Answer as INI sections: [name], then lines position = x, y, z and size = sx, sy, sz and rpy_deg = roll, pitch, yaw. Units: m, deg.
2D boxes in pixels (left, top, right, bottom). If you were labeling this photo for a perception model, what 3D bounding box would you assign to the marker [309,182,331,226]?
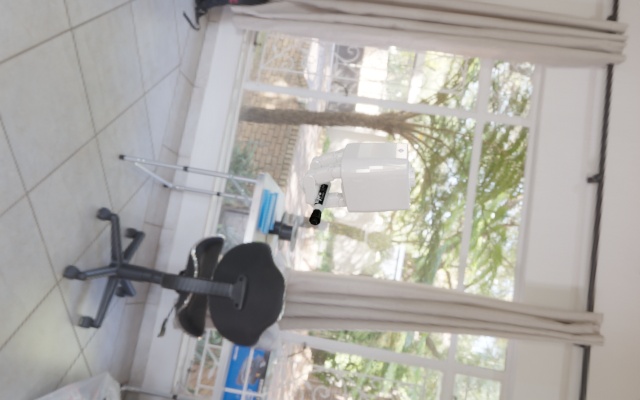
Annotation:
[marker]
position = 0.000, 0.003, 0.796
size = 0.020, 0.020, 0.121
rpy_deg = 0, 32, 11
